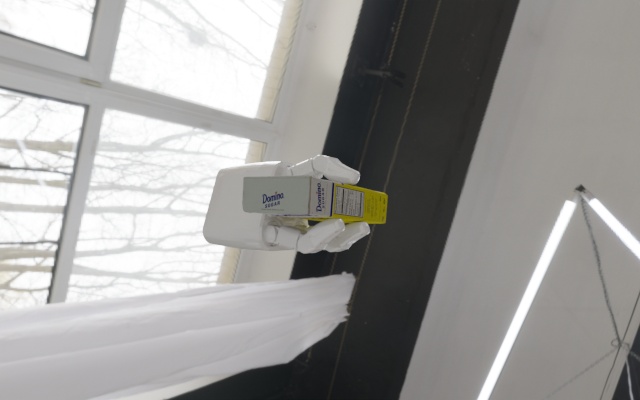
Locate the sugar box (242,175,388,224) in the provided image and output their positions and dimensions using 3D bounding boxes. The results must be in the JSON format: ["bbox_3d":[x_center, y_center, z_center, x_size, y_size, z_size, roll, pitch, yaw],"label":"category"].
[{"bbox_3d":[0.000,0.002,0.565,0.093,0.048,0.176,1,-2,34],"label":"sugar box"}]
